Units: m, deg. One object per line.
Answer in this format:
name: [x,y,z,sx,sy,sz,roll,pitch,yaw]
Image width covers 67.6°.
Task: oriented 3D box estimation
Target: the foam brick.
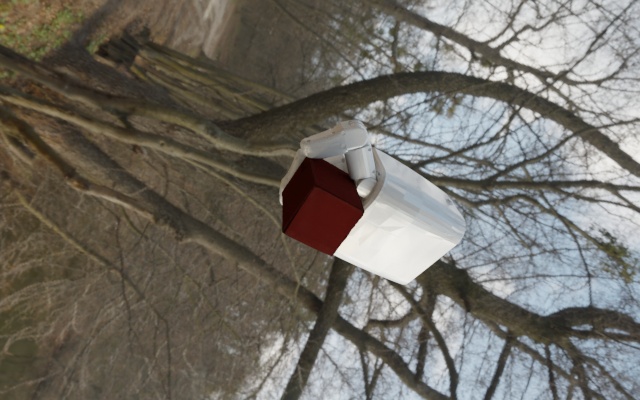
foam brick: [0.000,0.002,0.426,0.051,0.053,0.078,29,21,-18]
